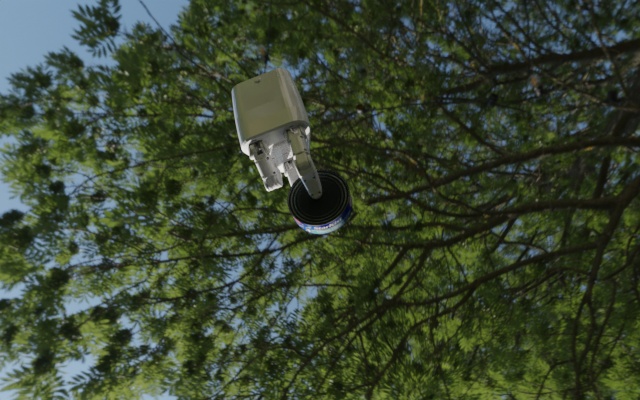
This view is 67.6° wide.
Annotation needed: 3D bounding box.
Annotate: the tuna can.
[{"bbox_3d":[0.000,0.002,0.651,0.086,0.086,0.034,0,-28,14],"label":"tuna can"}]
